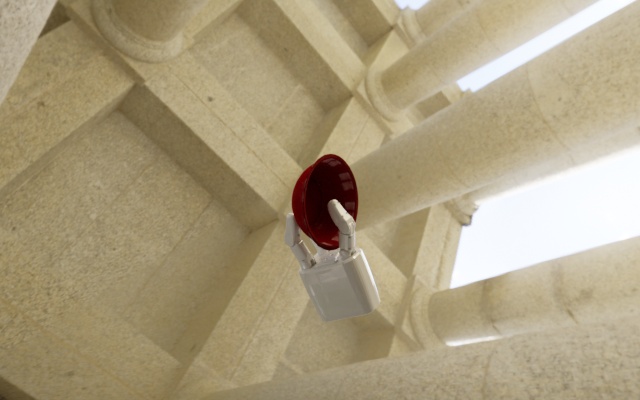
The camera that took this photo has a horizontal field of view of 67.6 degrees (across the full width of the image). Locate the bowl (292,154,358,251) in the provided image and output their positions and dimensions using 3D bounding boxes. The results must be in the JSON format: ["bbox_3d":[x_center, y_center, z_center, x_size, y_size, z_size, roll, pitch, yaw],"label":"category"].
[{"bbox_3d":[0.000,0.001,0.812,0.055,0.162,0.162,1,0,36],"label":"bowl"}]
